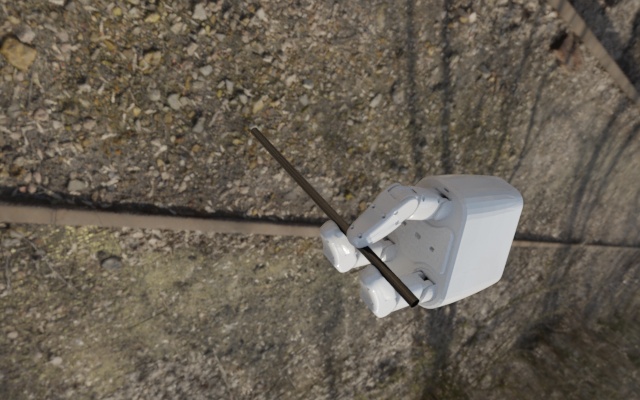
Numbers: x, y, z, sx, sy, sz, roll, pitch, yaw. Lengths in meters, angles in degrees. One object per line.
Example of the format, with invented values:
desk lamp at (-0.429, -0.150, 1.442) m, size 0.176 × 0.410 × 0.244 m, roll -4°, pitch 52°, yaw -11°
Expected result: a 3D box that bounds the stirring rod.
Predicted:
stirring rod at (0.000, 0.001, 0.404) m, size 0.011 × 0.011 × 0.239 m, roll 0°, pitch 36°, yaw -43°
